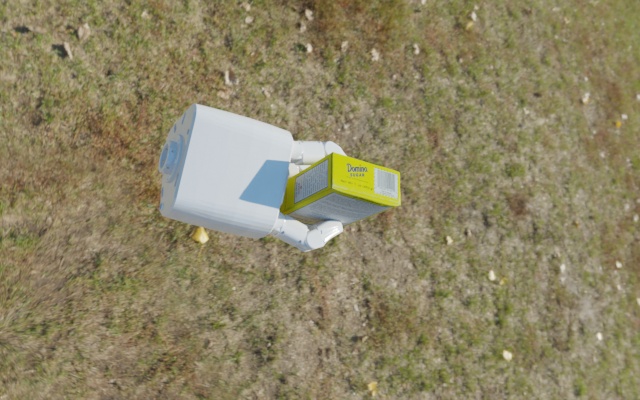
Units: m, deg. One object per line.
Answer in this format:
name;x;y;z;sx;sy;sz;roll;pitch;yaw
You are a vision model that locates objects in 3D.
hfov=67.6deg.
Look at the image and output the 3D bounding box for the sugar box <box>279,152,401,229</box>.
sugar box;0.000;0.001;0.554;0.093;0.048;0.176;14;-21;-32
